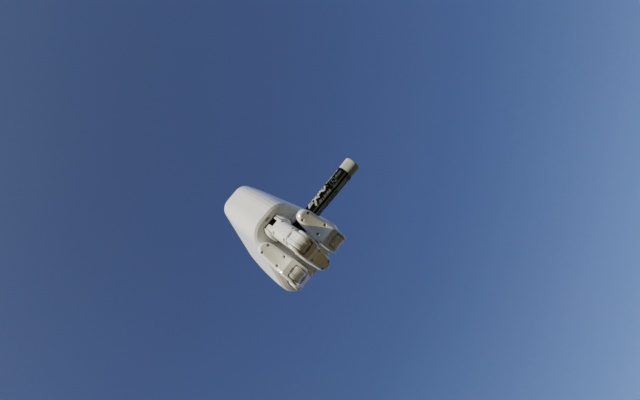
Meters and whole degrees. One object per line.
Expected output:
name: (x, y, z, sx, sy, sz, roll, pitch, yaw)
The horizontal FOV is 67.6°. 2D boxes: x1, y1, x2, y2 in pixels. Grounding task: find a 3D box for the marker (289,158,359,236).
marker: (0.000, 0.002, 0.550, 0.020, 0.121, 0.020, 38, -10, 8)
